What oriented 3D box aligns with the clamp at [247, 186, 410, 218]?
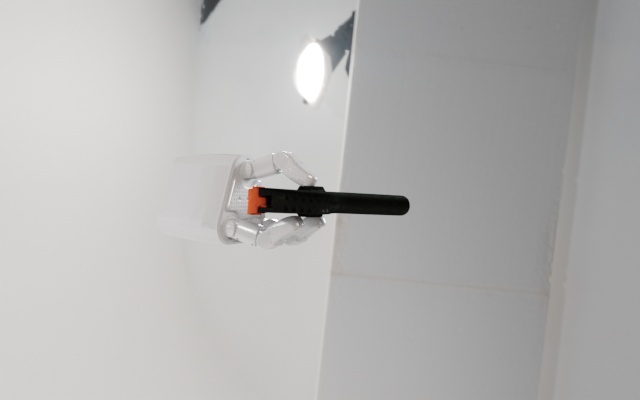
[{"bbox_3d":[0.000,0.001,0.551,0.164,0.036,0.210,2,0,28],"label":"clamp"}]
